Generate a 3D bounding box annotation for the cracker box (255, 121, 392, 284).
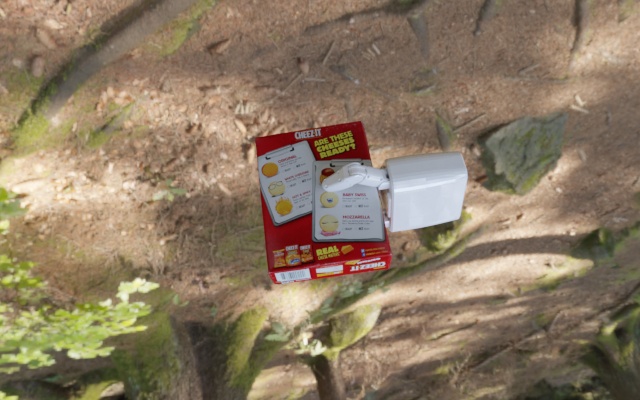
[{"bbox_3d":[0.000,0.002,0.683,0.164,0.213,0.072,-9,-27,-1],"label":"cracker box"}]
